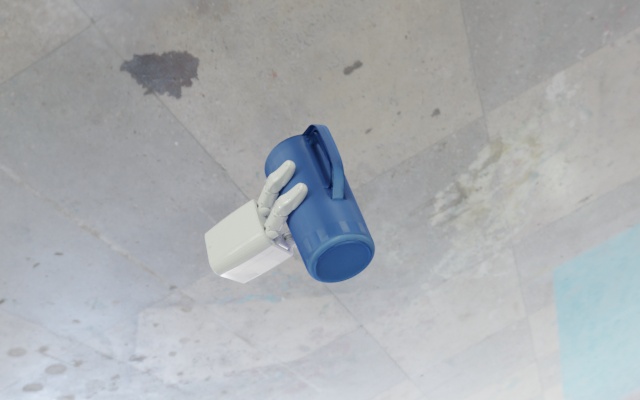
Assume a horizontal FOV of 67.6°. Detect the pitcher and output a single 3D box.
[{"bbox_3d":[0.000,0.003,0.775,0.145,0.242,0.149,-32,-44,8],"label":"pitcher"}]
